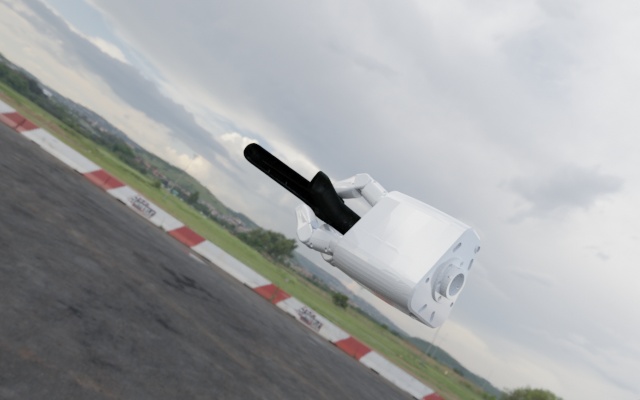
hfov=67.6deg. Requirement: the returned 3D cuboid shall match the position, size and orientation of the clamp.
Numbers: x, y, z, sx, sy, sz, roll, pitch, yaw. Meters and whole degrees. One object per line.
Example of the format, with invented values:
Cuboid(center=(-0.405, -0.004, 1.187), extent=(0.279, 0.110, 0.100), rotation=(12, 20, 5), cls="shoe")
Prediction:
Cuboid(center=(0.001, 0.002, 0.603), extent=(0.164, 0.036, 0.210), rotation=(30, -9, 44), cls="clamp")
